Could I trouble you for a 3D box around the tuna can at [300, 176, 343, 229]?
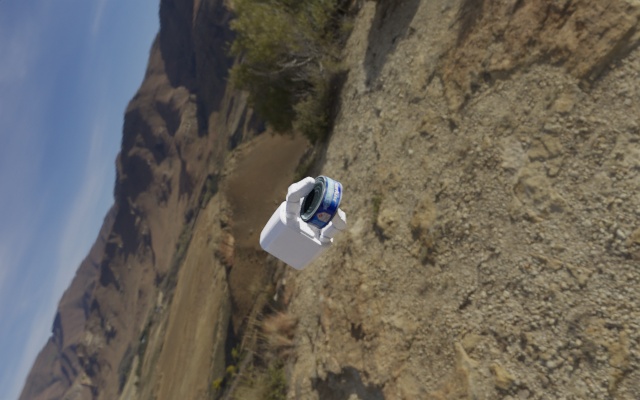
[{"bbox_3d":[0.000,0.002,0.799,0.034,0.086,0.086,24,-9,-21],"label":"tuna can"}]
